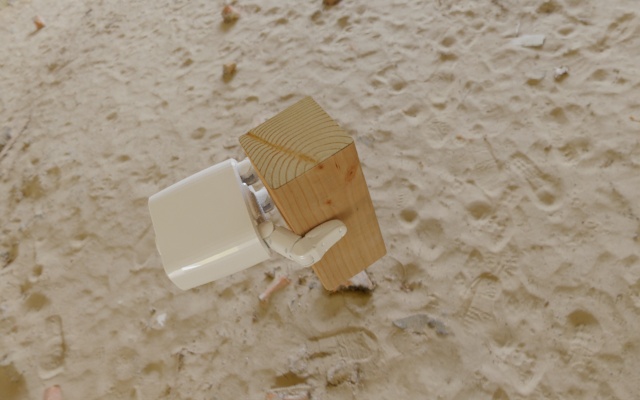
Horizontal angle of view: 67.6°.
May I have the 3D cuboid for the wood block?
[{"bbox_3d":[0.000,0.002,0.536,0.090,0.090,0.206,-32,-39,-7],"label":"wood block"}]
